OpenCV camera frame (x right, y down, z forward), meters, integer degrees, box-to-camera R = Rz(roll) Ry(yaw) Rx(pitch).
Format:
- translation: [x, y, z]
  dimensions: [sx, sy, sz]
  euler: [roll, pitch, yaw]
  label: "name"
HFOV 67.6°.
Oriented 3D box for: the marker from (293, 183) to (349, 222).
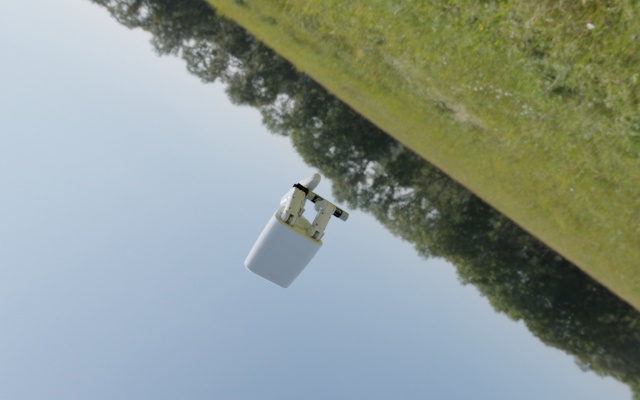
- translation: [0.000, 0.003, 0.879]
  dimensions: [0.121, 0.020, 0.020]
  euler: [32, -12, -20]
  label: "marker"
